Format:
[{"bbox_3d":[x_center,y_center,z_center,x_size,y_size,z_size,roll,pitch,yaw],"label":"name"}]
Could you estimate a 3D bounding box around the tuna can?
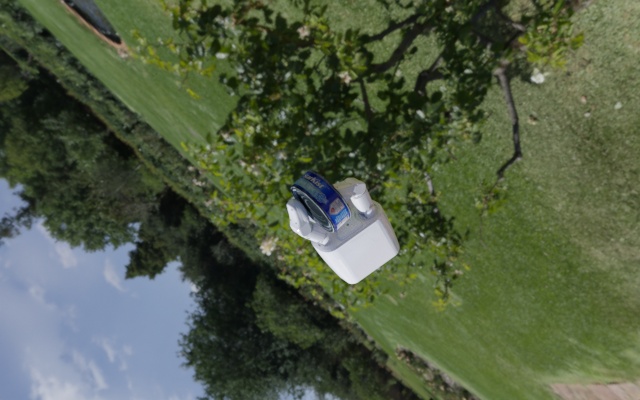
[{"bbox_3d":[0.000,0.002,0.639,0.033,0.086,0.086,-43,12,-14],"label":"tuna can"}]
